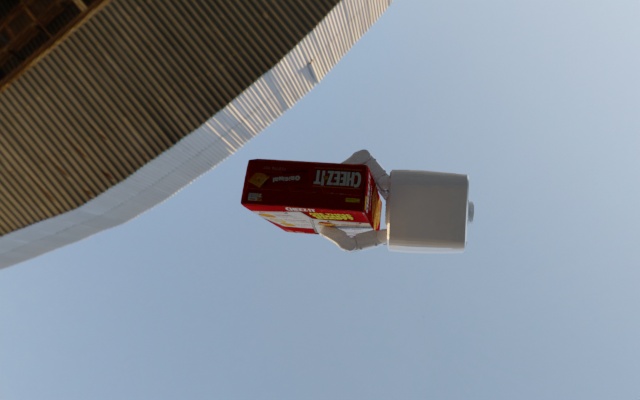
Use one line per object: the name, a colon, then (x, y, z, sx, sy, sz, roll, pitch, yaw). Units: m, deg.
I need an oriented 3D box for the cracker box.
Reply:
cracker box: (0.000, 0.003, 0.705, 0.164, 0.072, 0.214, 3, -13, 13)
